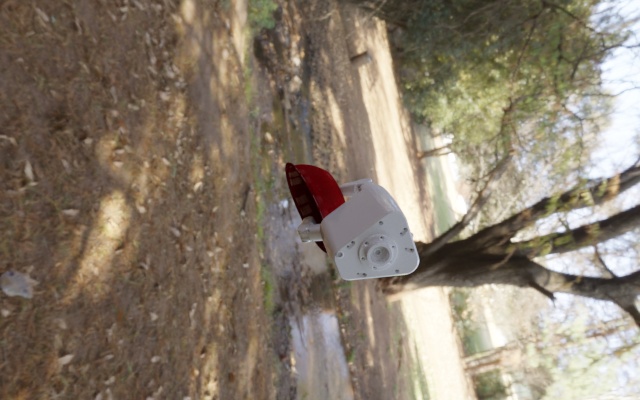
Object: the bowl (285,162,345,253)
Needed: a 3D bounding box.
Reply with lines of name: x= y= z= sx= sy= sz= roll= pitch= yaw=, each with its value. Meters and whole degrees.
bowl: x=0.000 y=0.002 z=0.786 sx=0.055 sy=0.162 sz=0.162 roll=-25 pitch=6 yaw=-14
